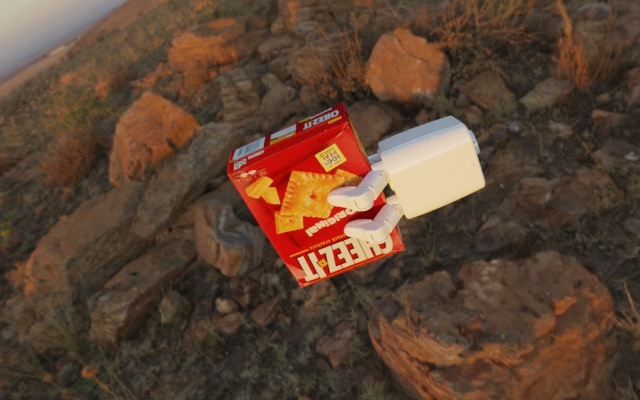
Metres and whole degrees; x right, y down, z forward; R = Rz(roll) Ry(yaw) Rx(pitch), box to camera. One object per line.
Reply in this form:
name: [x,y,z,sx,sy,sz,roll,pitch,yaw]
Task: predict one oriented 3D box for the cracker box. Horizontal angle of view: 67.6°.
cracker box: [0.000,0.002,0.638,0.164,0.214,0.072,-22,31,11]
